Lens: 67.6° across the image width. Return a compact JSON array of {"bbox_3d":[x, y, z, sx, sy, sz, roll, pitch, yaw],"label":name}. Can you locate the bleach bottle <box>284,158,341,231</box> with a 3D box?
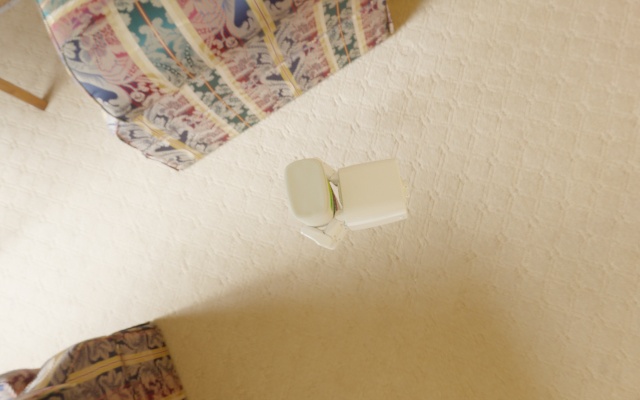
[{"bbox_3d":[0.000,0.003,0.874,0.068,0.102,0.251,-12,-11,9],"label":"bleach bottle"}]
